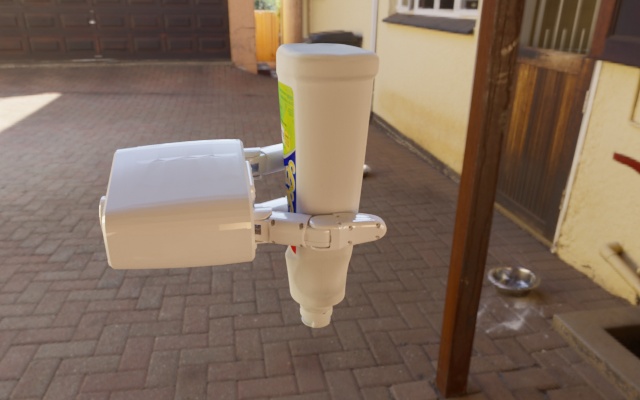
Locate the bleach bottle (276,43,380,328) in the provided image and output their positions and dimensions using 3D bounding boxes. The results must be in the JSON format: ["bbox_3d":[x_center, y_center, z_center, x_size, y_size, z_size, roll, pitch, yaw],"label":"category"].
[{"bbox_3d":[0.000,0.001,0.406,0.068,0.251,0.102,-4,23,-13],"label":"bleach bottle"}]
